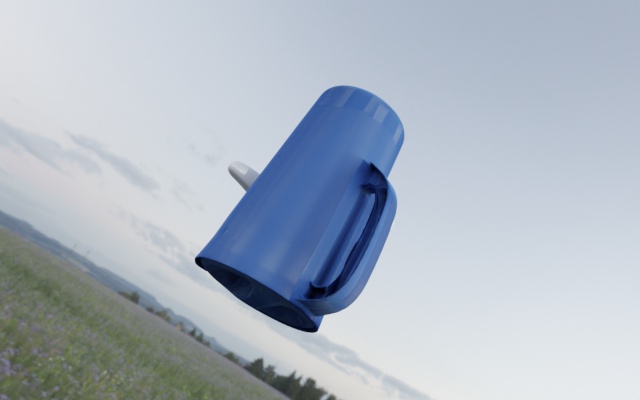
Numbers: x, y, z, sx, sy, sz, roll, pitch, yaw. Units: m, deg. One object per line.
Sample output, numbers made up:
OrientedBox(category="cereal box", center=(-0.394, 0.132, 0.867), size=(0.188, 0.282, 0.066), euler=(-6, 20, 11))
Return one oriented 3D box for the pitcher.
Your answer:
OrientedBox(category="pitcher", center=(0.000, 0.002, 0.485), size=(0.149, 0.242, 0.145), euler=(28, -23, 6))
